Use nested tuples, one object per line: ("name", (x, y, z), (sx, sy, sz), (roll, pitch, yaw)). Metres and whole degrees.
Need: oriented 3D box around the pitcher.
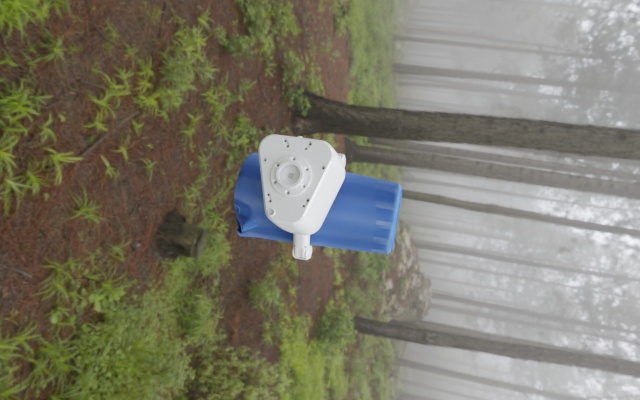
("pitcher", (0.000, 0.002, 0.741), (0.243, 0.149, 0.145), (9, -9, 10))
